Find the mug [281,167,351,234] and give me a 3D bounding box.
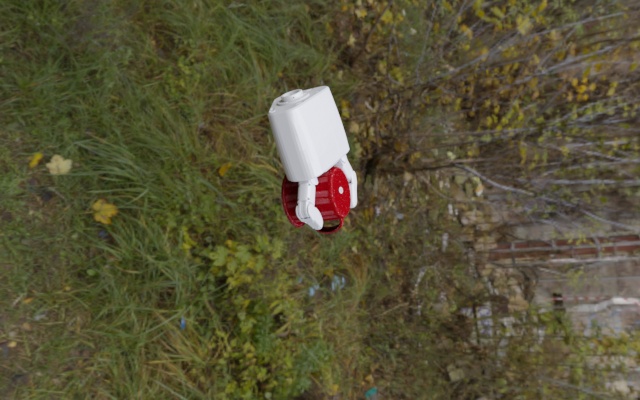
[{"bbox_3d":[0.001,0.004,0.752,0.081,0.117,0.093,-8,27,24],"label":"mug"}]
